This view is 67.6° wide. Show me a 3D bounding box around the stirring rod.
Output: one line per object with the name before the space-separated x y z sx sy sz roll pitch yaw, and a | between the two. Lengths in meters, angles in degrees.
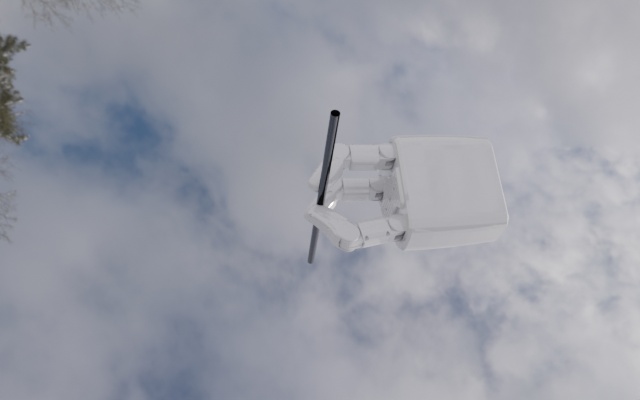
stirring rod | 0.000 0.002 0.475 0.011 0.011 0.240 0 -36 -7
